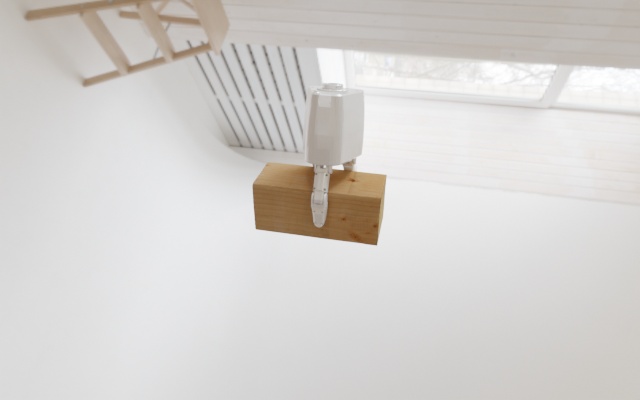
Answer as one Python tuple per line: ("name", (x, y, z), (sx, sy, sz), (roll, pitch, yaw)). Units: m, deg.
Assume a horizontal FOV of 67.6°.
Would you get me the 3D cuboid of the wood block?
("wood block", (0.000, 0.002, 0.797), (0.206, 0.090, 0.090), (7, 31, 11))
